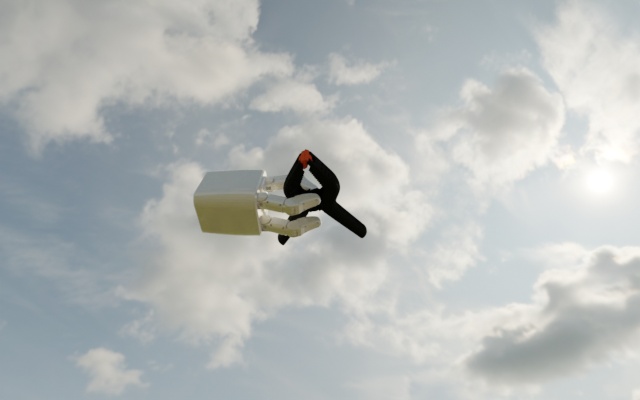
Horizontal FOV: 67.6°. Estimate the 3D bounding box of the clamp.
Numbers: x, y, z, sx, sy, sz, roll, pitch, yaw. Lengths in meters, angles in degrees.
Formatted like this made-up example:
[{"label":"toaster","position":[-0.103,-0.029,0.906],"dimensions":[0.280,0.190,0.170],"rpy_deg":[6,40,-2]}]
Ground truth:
[{"label":"clamp","position":[0.000,0.002,0.819],"dimensions":[0.164,0.210,0.036],"rpy_deg":[-2,44,1]}]
